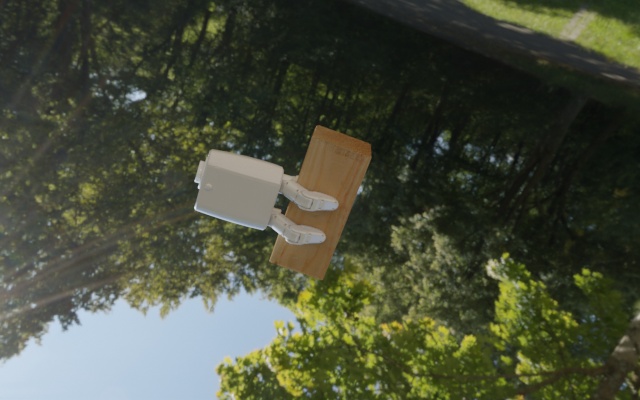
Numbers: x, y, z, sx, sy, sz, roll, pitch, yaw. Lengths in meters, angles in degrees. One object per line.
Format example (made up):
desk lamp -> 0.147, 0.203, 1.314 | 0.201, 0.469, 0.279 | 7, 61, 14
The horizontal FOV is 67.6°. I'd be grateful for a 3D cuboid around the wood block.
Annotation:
wood block -> 0.000, 0.002, 0.732 | 0.090, 0.206, 0.090 | 20, 20, -3
